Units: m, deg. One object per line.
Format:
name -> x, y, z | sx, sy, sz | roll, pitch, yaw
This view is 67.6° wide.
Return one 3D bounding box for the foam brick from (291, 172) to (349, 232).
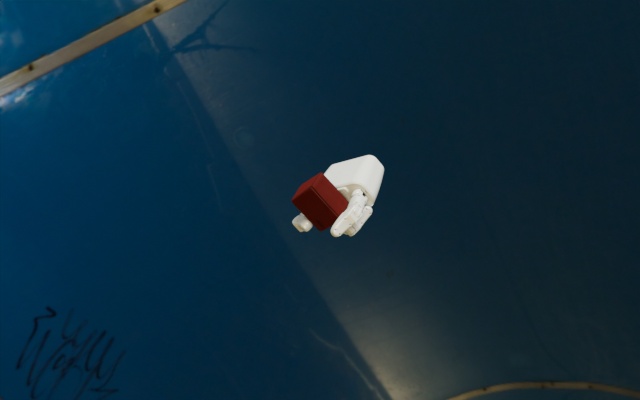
foam brick -> 0.000, 0.002, 0.800 | 0.053, 0.078, 0.051 | -31, 19, 36
